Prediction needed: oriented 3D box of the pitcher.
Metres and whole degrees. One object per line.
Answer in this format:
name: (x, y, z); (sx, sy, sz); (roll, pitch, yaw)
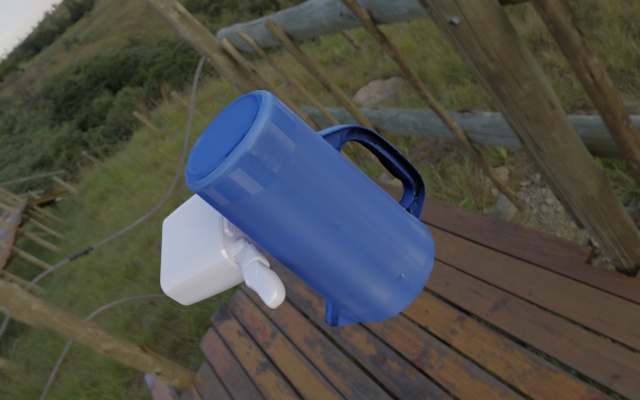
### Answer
pitcher: (0.000, 0.002, 0.469); (0.145, 0.149, 0.243); (-29, -53, 29)
